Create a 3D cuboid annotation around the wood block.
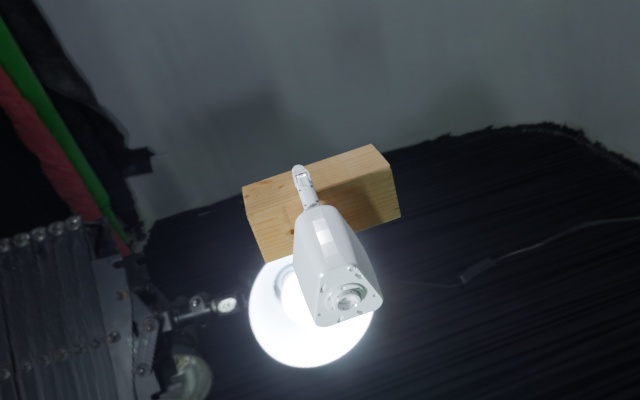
[{"bbox_3d":[0.000,0.002,0.699,0.206,0.091,0.090,-19,30,-4],"label":"wood block"}]
